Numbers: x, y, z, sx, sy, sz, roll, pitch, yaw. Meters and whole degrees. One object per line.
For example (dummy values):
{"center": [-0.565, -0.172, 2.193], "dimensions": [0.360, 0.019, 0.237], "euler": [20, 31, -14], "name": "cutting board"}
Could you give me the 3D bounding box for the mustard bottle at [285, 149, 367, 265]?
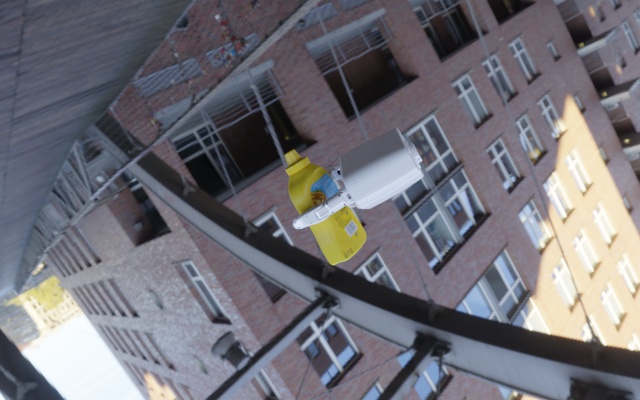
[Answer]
{"center": [0.000, 0.003, 0.775], "dimensions": [0.058, 0.191, 0.096], "euler": [-25, 11, 37], "name": "mustard bottle"}
